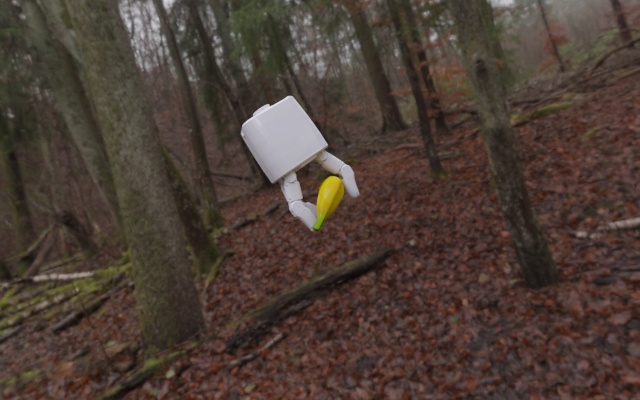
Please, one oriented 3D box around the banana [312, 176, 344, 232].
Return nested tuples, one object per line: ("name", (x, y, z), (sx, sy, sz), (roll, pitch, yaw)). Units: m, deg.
("banana", (0.012, -0.010, 0.799), (0.037, 0.069, 0.197), (40, 14, -5))
